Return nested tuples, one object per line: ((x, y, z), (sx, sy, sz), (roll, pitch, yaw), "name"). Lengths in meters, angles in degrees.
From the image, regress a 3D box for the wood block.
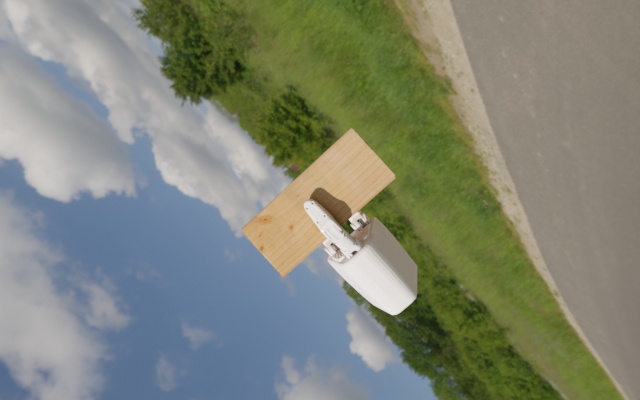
((0.000, 0.003, 0.682), (0.206, 0.090, 0.091), (-42, -3, 6), "wood block")
